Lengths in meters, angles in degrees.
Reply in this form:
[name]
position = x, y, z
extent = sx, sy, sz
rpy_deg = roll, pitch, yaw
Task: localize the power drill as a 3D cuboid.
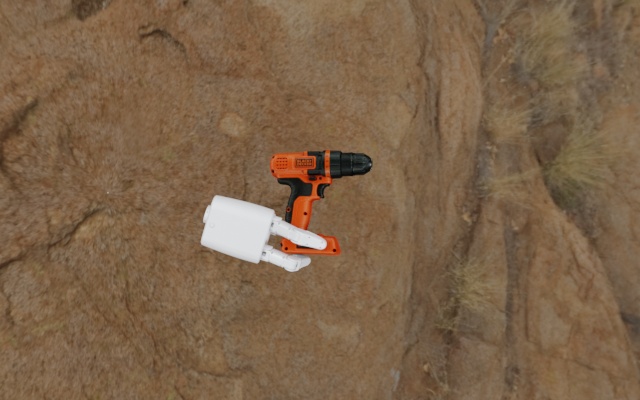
[power drill]
position = 0.000, 0.003, 0.849
extent = 0.184, 0.187, 0.057
rpy_deg = 0, -9, 10
